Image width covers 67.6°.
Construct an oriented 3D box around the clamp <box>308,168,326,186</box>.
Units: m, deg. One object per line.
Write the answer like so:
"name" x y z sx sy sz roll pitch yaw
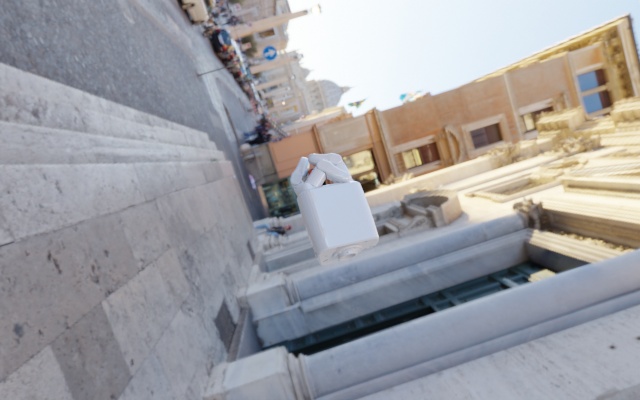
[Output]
"clamp" 0.001 0.003 0.895 0.039 0.120 0.171 -18 -22 -3
